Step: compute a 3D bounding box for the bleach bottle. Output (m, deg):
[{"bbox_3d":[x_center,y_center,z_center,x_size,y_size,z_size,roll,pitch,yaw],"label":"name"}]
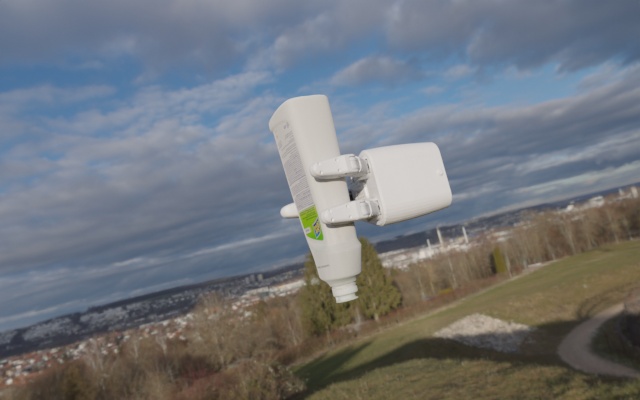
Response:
[{"bbox_3d":[0.000,0.002,0.603,0.068,0.251,0.102,-11,-7,-21],"label":"bleach bottle"}]
